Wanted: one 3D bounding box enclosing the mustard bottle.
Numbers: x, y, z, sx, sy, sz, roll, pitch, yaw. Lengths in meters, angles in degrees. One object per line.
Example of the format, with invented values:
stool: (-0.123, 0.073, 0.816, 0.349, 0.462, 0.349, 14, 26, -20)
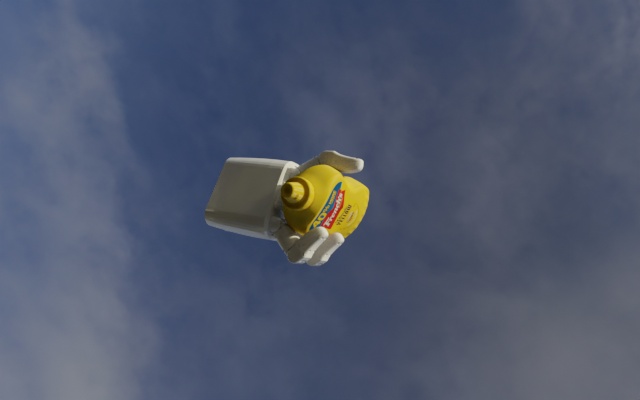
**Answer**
mustard bottle: (0.000, 0.002, 0.638, 0.058, 0.096, 0.192, 35, 7, 26)
